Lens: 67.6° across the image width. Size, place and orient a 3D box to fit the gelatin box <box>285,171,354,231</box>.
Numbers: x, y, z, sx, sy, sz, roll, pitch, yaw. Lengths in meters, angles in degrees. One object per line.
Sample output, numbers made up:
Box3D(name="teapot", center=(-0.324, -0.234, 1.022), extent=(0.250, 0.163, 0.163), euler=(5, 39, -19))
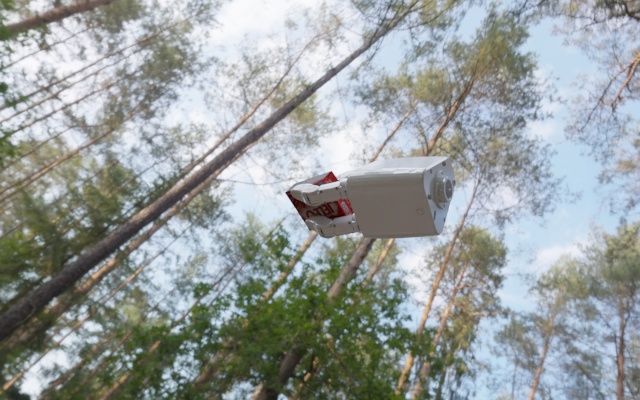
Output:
Box3D(name="gelatin box", center=(0.000, 0.002, 0.701), extent=(0.089, 0.073, 0.030), euler=(-15, 23, 46))
